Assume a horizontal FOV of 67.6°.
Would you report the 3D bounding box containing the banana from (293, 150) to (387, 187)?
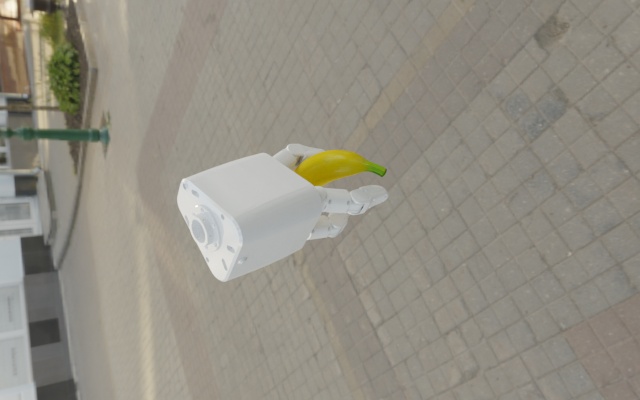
[{"bbox_3d":[-0.009,-0.014,0.594,0.198,0.069,0.037,-32,8,46],"label":"banana"}]
